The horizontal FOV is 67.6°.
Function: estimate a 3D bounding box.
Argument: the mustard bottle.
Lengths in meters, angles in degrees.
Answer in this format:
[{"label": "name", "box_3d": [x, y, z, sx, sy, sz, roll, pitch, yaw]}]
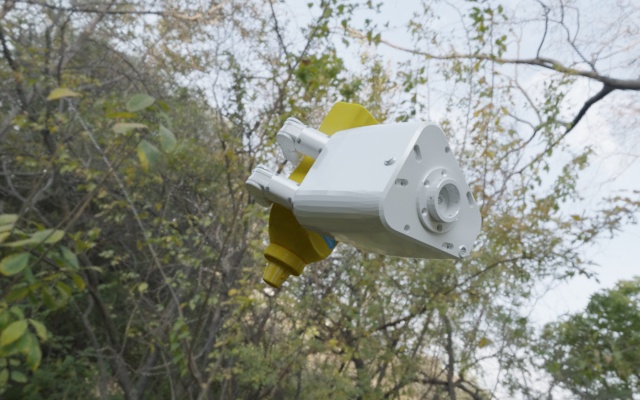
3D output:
[{"label": "mustard bottle", "box_3d": [0.000, 0.001, 0.478, 0.058, 0.191, 0.096, 18, -23, 33]}]
